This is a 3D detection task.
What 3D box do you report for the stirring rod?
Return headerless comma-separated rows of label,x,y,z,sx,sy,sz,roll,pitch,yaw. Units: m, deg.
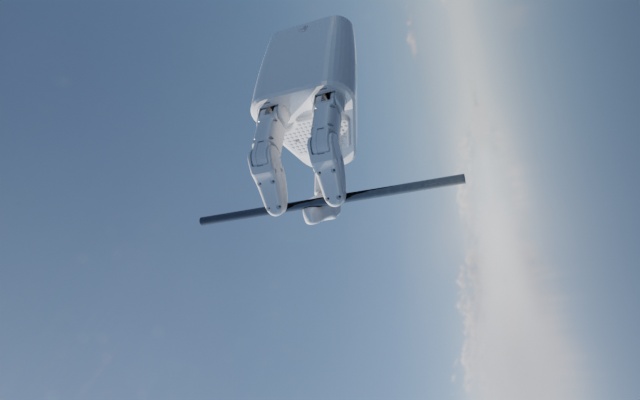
stirring rod,0.000,0.001,0.410,0.239,0.011,0.011,-9,-3,20
